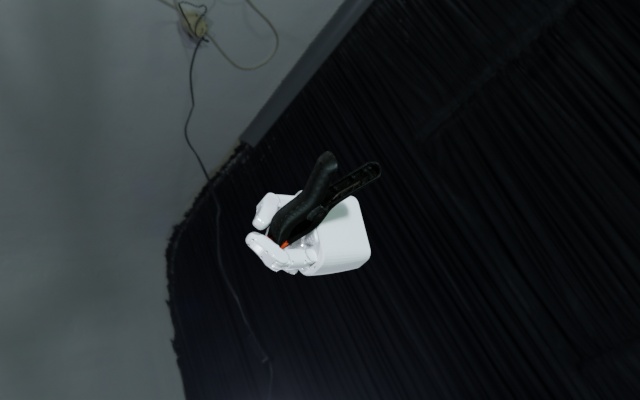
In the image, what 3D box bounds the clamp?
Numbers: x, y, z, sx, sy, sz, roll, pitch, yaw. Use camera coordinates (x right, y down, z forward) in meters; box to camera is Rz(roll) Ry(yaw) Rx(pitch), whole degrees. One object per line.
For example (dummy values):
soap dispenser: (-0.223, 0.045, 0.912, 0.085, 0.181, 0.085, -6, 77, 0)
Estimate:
clamp: (0.000, 0.003, 0.602, 0.120, 0.039, 0.171, 2, -39, -45)
